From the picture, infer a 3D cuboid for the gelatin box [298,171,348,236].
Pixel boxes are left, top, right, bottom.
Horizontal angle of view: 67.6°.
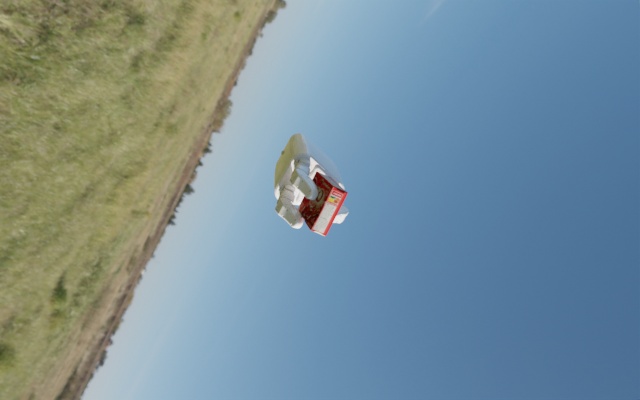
[{"bbox_3d":[0.001,0.003,0.724,0.030,0.073,0.089,23,11,-23],"label":"gelatin box"}]
